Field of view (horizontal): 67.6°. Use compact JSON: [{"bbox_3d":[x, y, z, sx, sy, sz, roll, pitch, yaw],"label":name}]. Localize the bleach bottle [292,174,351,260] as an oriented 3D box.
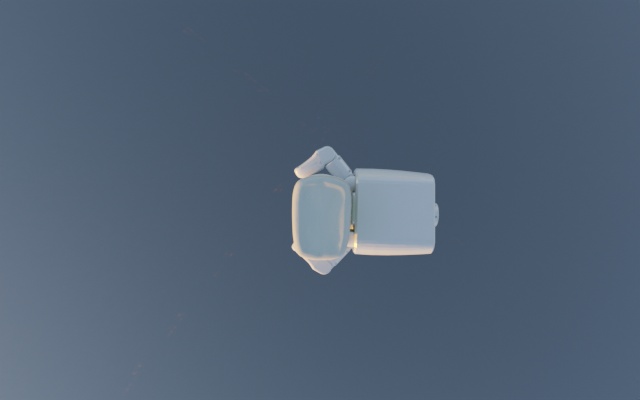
[{"bbox_3d":[0.000,0.002,0.662,0.068,0.102,0.251,2,10,-1],"label":"bleach bottle"}]
